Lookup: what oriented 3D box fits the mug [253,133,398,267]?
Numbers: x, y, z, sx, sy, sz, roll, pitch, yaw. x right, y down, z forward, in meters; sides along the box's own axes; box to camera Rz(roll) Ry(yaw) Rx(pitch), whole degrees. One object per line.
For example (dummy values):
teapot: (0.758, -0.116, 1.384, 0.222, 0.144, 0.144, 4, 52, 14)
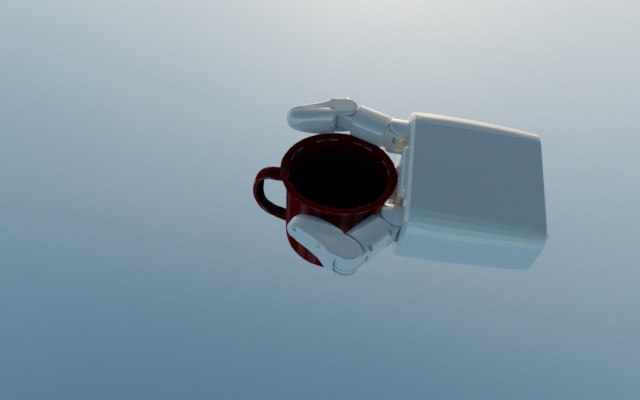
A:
mug: (-0.001, 0.001, 0.406, 0.117, 0.093, 0.082, 8, -43, 2)
